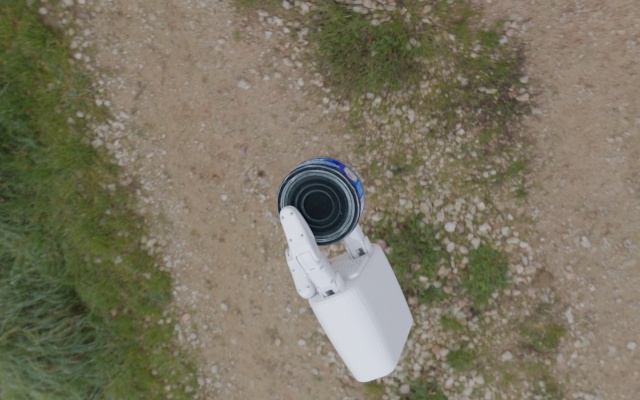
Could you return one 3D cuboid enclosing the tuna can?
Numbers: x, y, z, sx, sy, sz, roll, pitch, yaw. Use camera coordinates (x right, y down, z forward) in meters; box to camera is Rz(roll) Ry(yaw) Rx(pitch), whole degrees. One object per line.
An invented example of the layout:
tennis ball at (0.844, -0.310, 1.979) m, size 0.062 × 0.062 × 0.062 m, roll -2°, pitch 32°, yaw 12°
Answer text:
tuna can at (0.000, 0.002, 0.476) m, size 0.086 × 0.086 × 0.033 m, roll 0°, pitch 16°, yaw 13°
